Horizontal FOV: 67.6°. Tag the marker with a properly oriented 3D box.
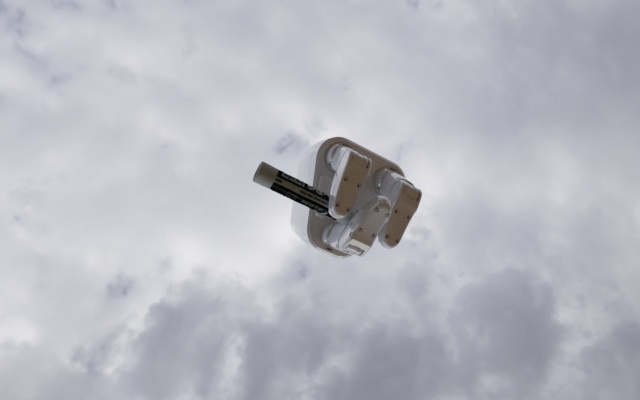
[{"bbox_3d":[0.000,0.001,0.409,0.121,0.020,0.020,26,-7,-15],"label":"marker"}]
